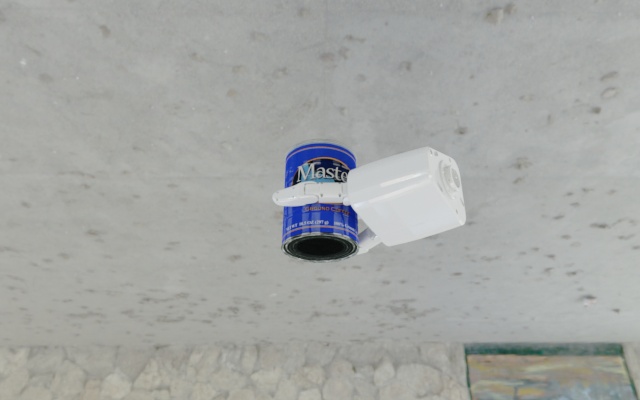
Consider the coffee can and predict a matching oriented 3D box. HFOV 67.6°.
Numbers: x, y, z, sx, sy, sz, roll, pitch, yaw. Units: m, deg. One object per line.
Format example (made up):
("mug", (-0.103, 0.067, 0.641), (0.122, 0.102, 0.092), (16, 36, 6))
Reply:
("coffee can", (0.000, 0.002, 0.653), (0.103, 0.140, 0.103), (0, -27, 0))
